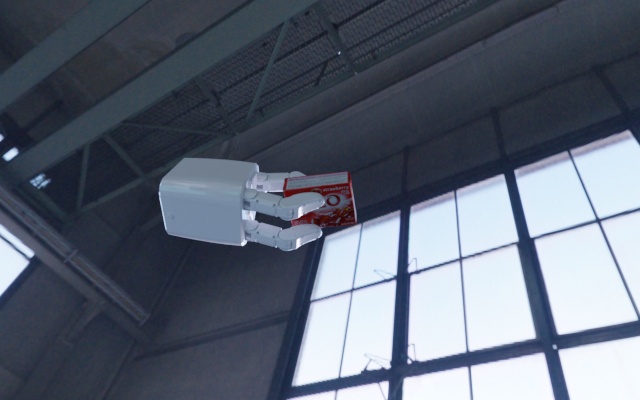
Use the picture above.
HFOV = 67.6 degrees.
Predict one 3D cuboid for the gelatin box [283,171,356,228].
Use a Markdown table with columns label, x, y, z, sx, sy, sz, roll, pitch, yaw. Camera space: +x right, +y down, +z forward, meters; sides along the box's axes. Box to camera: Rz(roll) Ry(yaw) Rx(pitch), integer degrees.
| label | x | y | z | sx | sy | sz | roll | pitch | yaw |
| --- | --- | --- | --- | --- | --- | --- | --- | --- | --- |
| gelatin box | 0.000 | 0.002 | 0.637 | 0.089 | 0.073 | 0.030 | -6 | 39 | 6 |
